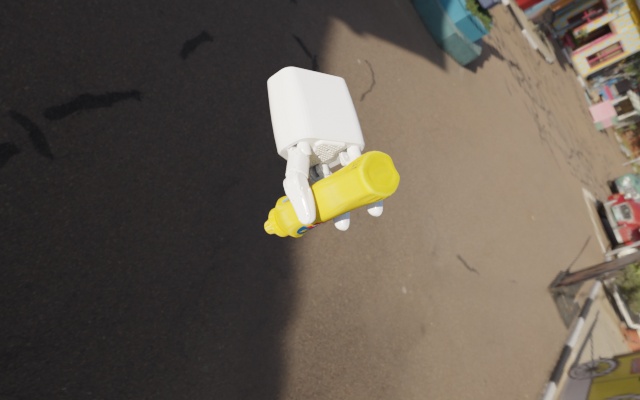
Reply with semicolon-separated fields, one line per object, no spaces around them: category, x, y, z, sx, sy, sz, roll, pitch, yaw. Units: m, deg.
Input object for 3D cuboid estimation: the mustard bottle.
mustard bottle;0.000;0.002;0.606;0.192;0.058;0.096;-26;1;33
